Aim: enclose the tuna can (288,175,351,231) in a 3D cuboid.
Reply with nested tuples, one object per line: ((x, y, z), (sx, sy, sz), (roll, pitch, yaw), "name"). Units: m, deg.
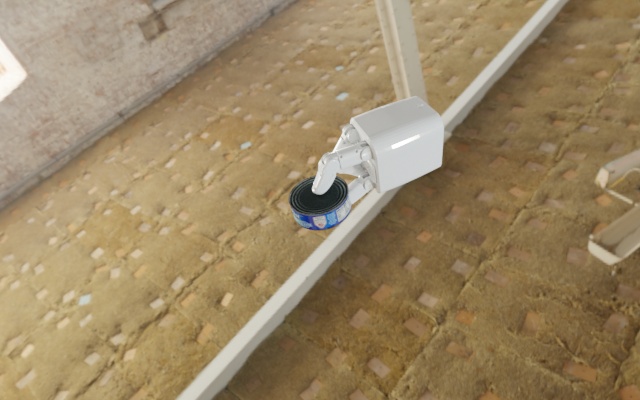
((0.000, 0.003, 0.676), (0.086, 0.034, 0.086), (-9, 40, 7), "tuna can")
